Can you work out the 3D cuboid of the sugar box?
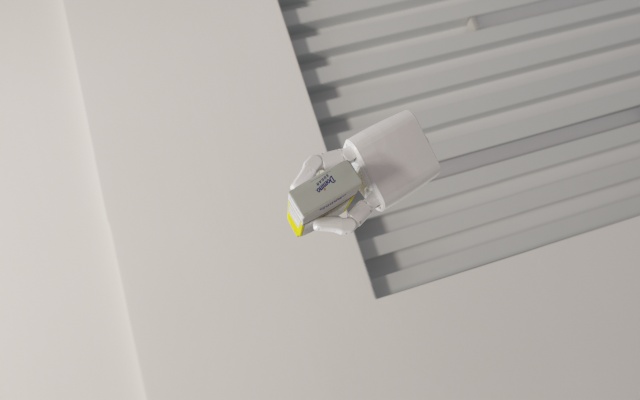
[{"bbox_3d":[0.000,0.002,0.693,0.093,0.048,0.176,-30,-11,-11],"label":"sugar box"}]
